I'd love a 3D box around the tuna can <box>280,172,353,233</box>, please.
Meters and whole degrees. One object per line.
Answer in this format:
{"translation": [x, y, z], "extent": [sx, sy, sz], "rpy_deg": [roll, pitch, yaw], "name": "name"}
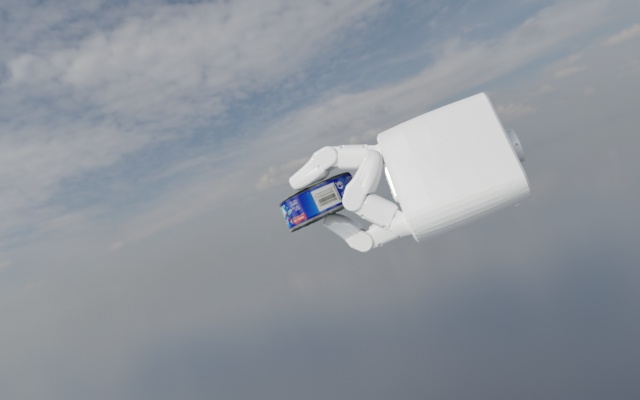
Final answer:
{"translation": [0.000, 0.001, 0.511], "extent": [0.086, 0.034, 0.086], "rpy_deg": [-24, -4, -2], "name": "tuna can"}
